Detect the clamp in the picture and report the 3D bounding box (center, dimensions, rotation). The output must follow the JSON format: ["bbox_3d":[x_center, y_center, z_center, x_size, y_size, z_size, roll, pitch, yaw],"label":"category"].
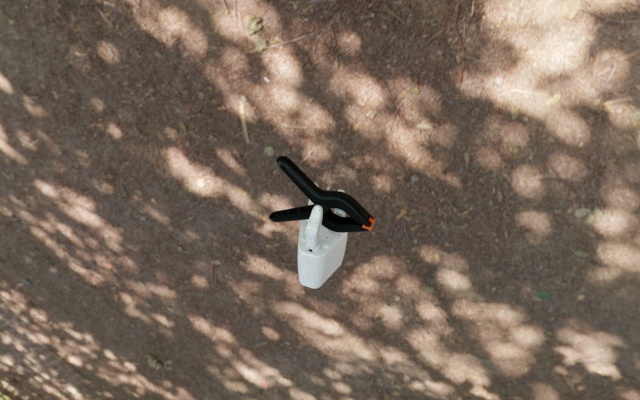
[{"bbox_3d":[0.000,0.004,0.893,0.210,0.165,0.036,15,45,12],"label":"clamp"}]
